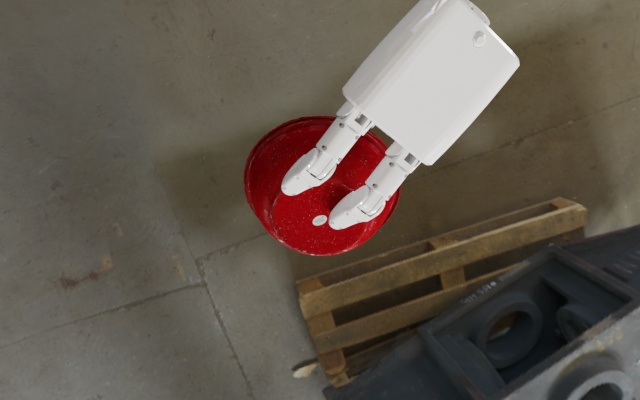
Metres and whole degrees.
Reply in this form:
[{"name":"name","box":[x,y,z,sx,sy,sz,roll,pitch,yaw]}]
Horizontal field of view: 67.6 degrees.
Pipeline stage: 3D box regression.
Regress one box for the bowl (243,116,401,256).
[{"name":"bowl","box":[-0.001,0.003,0.469,0.162,0.162,0.055,0,36,4]}]
